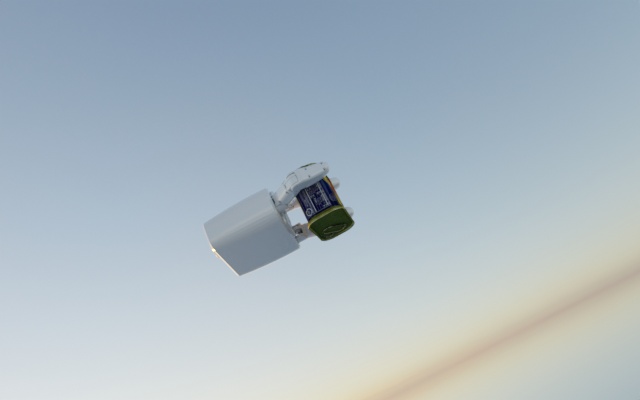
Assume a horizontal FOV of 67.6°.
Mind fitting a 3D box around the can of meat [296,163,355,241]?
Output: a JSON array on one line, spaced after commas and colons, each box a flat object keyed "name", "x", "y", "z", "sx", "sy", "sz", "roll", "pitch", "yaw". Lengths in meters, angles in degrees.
[{"name": "can of meat", "x": 0.000, "y": 0.002, "z": 0.692, "sx": 0.057, "sy": 0.084, "sz": 0.102, "roll": -29, "pitch": -23, "yaw": 4}]
